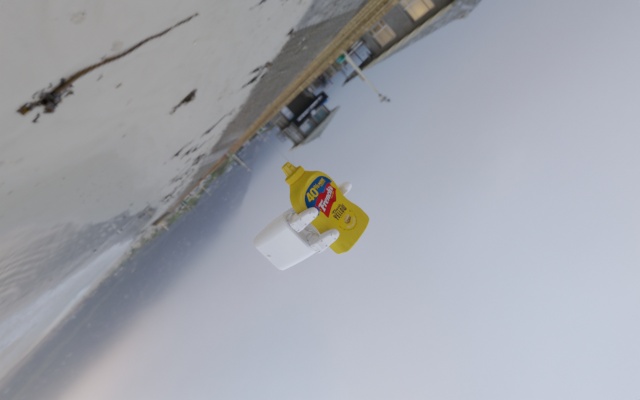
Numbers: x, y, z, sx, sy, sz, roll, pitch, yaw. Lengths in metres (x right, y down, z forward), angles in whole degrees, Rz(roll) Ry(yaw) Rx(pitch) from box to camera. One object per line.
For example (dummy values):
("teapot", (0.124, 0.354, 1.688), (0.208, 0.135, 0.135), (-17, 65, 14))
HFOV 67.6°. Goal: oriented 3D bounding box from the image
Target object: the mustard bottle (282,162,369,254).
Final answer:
("mustard bottle", (0.001, 0.003, 0.882), (0.096, 0.192, 0.058), (-51, 14, -30))
